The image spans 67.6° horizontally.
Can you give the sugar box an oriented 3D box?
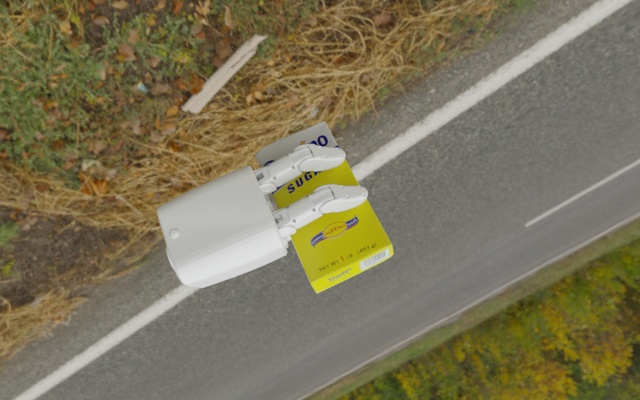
[{"bbox_3d":[0.000,0.002,0.528,0.093,0.176,0.048,-25,-26,-3],"label":"sugar box"}]
